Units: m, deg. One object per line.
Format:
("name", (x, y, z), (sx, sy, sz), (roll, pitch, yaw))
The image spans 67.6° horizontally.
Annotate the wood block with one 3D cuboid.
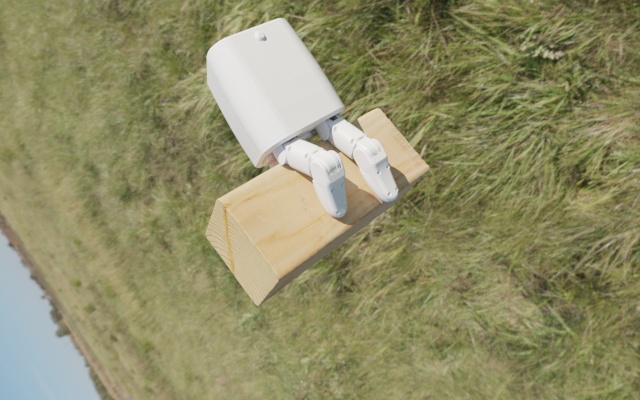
("wood block", (0.000, 0.001, 0.482), (0.206, 0.090, 0.091), (-33, -10, -31))
